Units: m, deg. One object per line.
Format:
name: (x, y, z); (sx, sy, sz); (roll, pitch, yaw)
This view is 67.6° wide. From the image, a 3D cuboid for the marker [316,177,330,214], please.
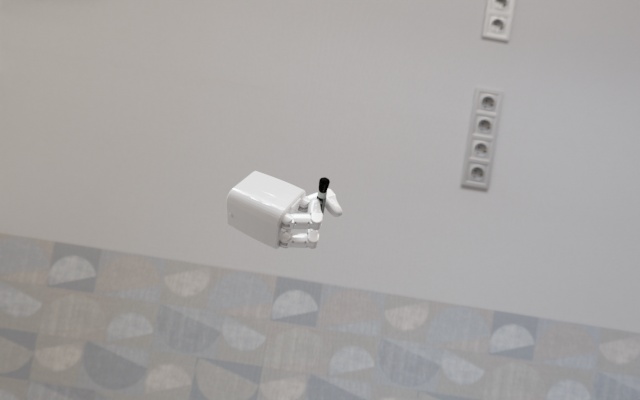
marker: (0.000, 0.003, 0.860); (0.020, 0.020, 0.121); (0, -41, -9)
